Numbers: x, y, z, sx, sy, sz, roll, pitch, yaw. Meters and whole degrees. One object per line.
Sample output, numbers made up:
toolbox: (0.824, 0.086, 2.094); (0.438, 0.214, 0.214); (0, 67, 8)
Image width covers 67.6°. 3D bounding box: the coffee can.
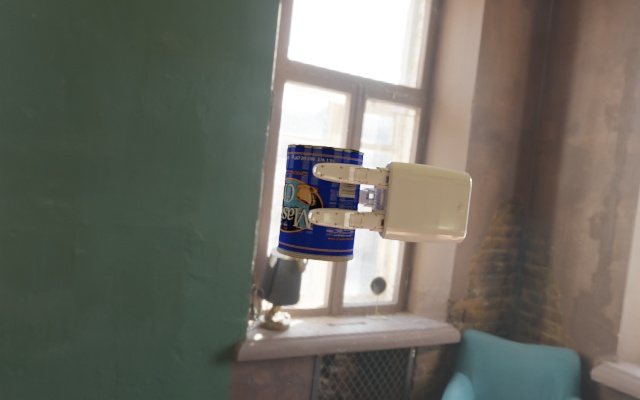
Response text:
coffee can: (0.000, 0.002, 0.628); (0.103, 0.140, 0.103); (6, 2, 0)
